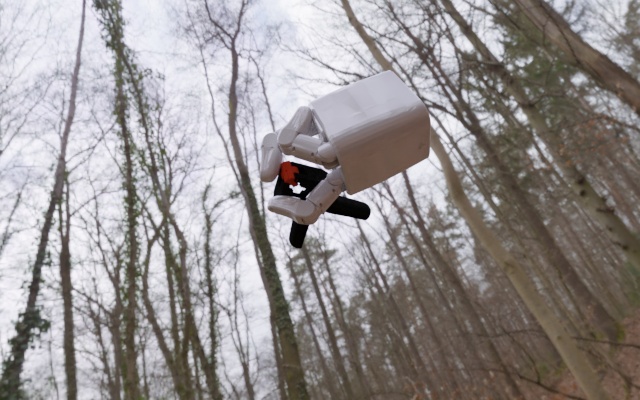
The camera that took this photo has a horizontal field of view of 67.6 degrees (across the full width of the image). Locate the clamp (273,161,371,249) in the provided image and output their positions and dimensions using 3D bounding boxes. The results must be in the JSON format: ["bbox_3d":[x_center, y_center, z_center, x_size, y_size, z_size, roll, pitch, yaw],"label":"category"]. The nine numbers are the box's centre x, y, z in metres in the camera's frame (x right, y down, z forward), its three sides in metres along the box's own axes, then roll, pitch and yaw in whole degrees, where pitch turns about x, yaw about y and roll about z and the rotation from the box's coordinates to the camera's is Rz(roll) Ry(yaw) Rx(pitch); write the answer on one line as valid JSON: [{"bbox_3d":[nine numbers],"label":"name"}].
[{"bbox_3d":[0.000,0.001,0.605,0.120,0.039,0.172,-24,-30,-2],"label":"clamp"}]
